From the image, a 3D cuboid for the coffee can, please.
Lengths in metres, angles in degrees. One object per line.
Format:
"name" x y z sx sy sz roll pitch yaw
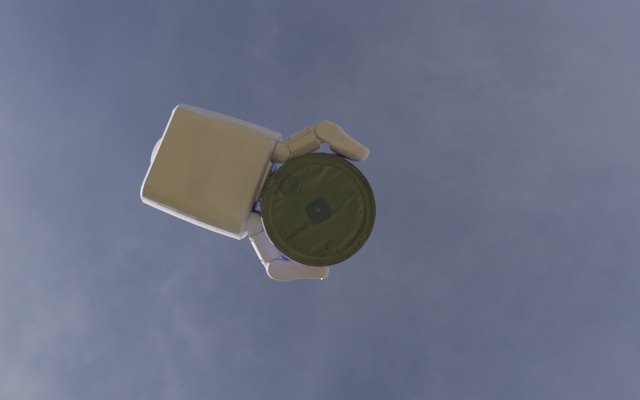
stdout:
"coffee can" 0.000 0.002 0.491 0.103 0.103 0.140 0 6 2
